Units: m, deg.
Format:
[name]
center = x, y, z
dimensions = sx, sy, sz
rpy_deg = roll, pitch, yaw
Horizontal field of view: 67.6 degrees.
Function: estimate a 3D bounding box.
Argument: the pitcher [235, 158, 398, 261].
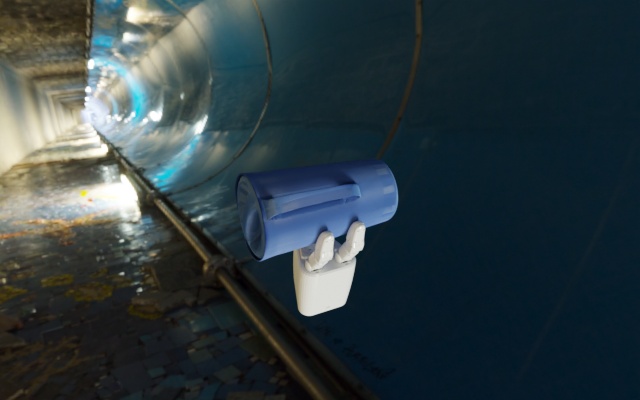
[pitcher]
center = 0.000, 0.003, 0.743
dimensions = 0.243, 0.145, 0.149
rpy_deg = -12, 39, -24
